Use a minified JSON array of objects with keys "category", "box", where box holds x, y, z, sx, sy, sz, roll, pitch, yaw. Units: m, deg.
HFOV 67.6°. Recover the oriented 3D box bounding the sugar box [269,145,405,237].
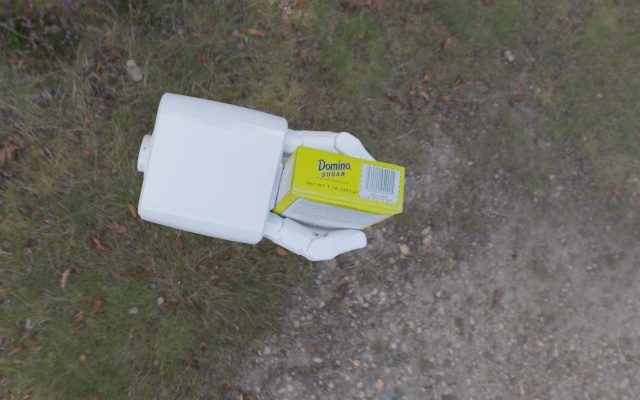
[{"category":"sugar box","box":[0.000,0.001,0.451,0.093,0.048,0.176,11,-12,-14]}]
